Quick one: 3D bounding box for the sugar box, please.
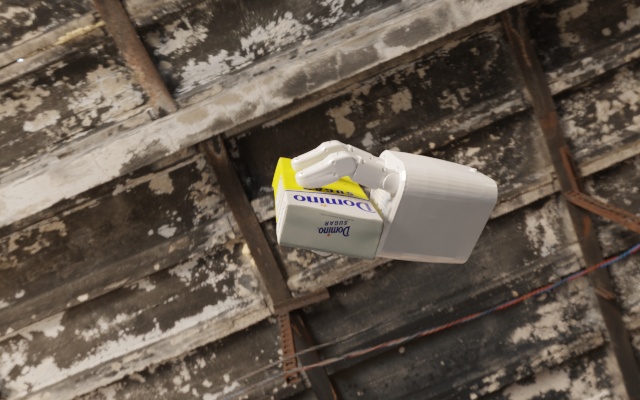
[{"bbox_3d":[0.000,0.001,0.503,0.093,0.048,0.176,11,14,-11],"label":"sugar box"}]
